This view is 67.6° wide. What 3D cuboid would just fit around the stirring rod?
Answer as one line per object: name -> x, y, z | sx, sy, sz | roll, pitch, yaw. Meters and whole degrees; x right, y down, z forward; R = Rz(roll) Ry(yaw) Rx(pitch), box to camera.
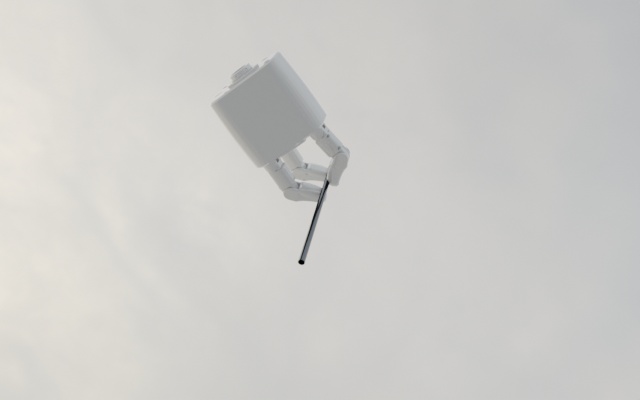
stirring rod -> 0.000, 0.002, 0.632 | 0.011, 0.011, 0.239 | 0, 34, 13
